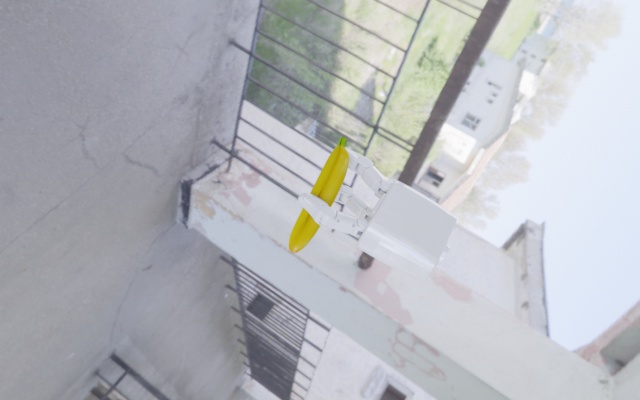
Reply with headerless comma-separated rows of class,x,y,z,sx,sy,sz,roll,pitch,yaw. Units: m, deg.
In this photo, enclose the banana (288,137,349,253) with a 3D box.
banana,-0.001,0.003,0.706,0.037,0.198,0.069,28,13,3
